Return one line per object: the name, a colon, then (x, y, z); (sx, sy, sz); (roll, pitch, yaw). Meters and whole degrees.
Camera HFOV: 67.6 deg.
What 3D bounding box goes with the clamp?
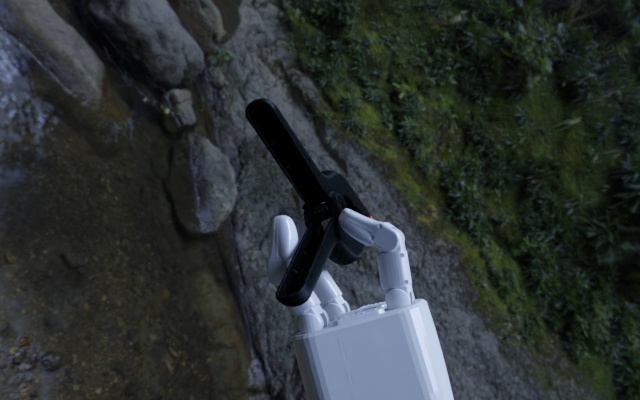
clamp: (0.001, 0.001, 0.441); (0.036, 0.164, 0.210); (-16, -9, 22)
